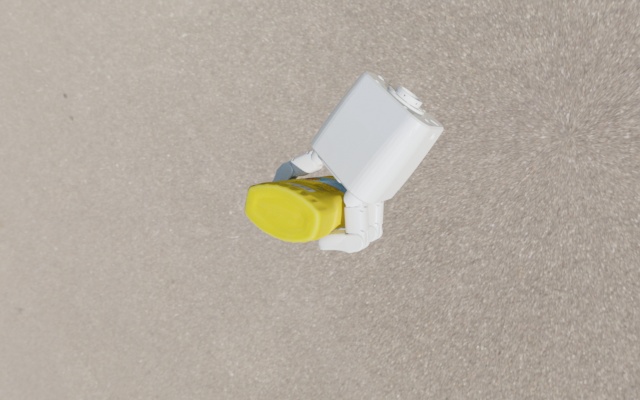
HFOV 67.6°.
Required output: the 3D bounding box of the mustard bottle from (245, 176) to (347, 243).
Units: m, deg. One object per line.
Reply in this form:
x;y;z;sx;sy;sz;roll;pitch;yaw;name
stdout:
0.000;0.002;0.581;0.096;0.058;0.191;18;15;25;mustard bottle
